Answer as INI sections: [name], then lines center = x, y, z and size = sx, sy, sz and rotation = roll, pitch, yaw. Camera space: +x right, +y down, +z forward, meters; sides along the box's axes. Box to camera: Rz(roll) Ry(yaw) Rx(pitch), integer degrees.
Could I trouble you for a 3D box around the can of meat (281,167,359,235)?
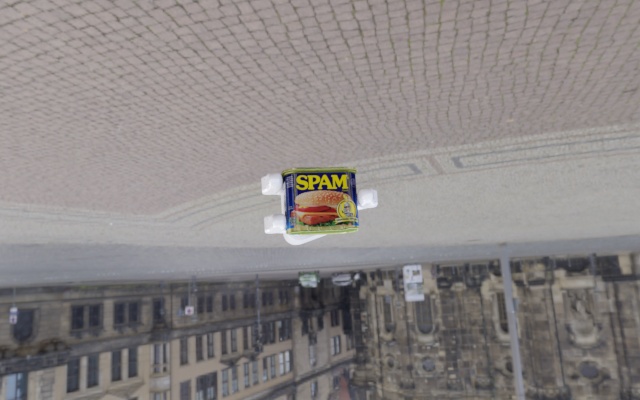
[can of meat]
center = 0.000, 0.002, 0.640
size = 0.102, 0.084, 0.057
rotation = -2, -9, -11
